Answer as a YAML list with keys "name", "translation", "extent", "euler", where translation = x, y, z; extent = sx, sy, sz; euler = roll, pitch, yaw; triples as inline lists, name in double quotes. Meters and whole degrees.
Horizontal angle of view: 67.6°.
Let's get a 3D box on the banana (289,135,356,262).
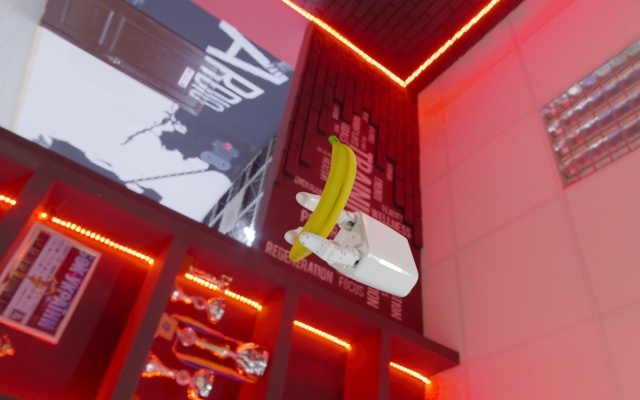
- name: "banana"
  translation: [0.010, 0.000, 0.688]
  extent: [0.037, 0.197, 0.069]
  euler: [25, -9, -26]
